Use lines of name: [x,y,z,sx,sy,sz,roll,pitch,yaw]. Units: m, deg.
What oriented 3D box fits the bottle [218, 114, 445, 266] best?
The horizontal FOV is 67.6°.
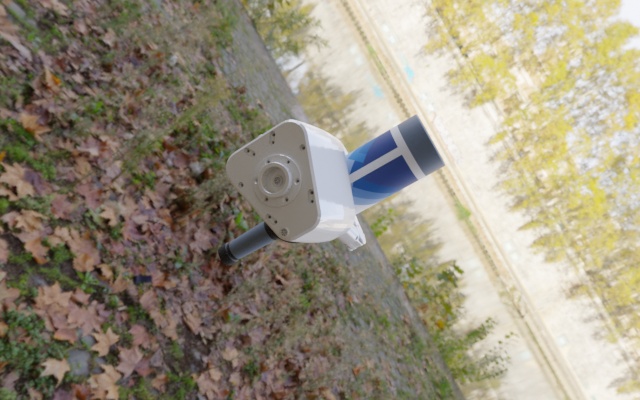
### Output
bottle: [0.000,0.002,0.572,0.296,0.069,0.069,-29,-9,16]
